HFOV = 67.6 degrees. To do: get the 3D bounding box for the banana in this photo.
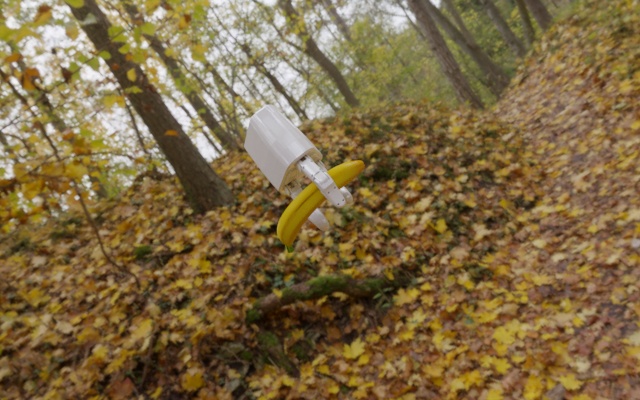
[{"bbox_3d":[-0.010,0.002,0.770,0.037,0.198,0.069,47,12,25],"label":"banana"}]
